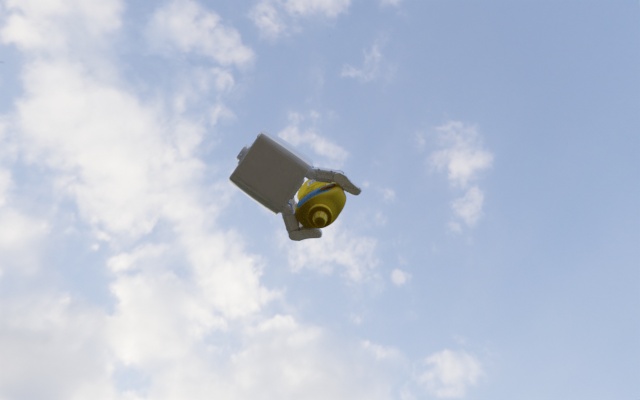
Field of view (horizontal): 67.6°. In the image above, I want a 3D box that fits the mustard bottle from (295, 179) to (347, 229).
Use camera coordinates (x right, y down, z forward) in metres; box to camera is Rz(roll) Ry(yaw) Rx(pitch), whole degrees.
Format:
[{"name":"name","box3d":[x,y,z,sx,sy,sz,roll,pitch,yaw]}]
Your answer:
[{"name":"mustard bottle","box3d":[0.000,0.003,0.859,0.096,0.058,0.191,-27,16,10]}]
